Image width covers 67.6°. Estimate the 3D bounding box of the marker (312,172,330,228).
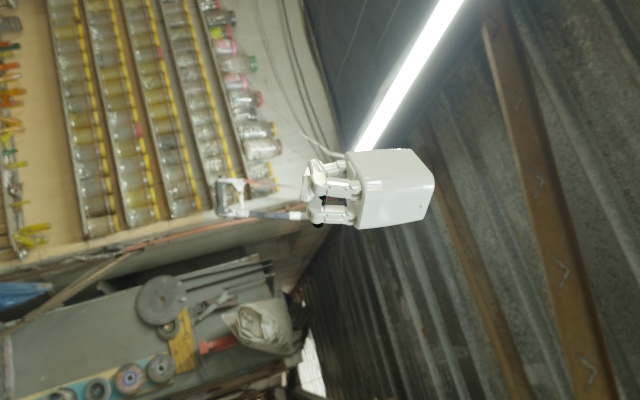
[{"bbox_3d":[0.000,0.002,0.736,0.020,0.020,0.121,0,-41,-5],"label":"marker"}]
